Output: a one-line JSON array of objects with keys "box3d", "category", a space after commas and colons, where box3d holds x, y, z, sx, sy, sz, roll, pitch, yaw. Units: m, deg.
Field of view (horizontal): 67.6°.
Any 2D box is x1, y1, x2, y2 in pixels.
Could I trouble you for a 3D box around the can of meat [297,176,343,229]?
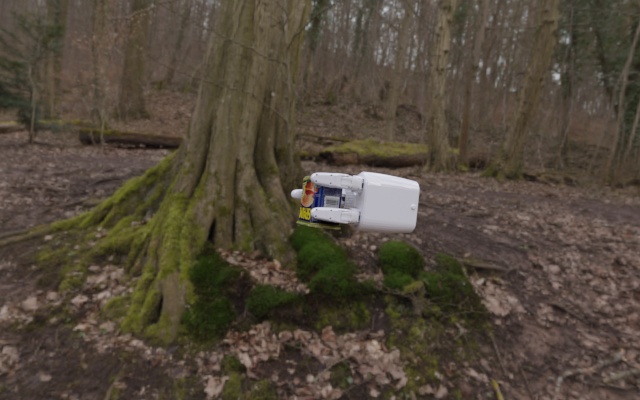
[{"box3d": [0.000, 0.002, 0.813, 0.057, 0.084, 0.102, 7, -1, -17], "category": "can of meat"}]
